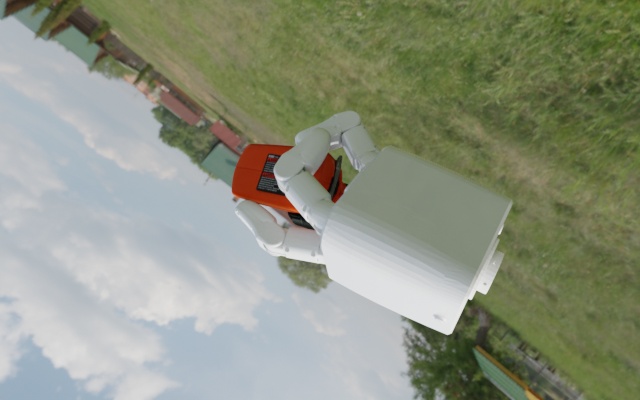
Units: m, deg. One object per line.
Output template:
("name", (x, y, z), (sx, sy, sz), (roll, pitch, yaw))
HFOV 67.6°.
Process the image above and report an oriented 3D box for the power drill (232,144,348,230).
("power drill", (0.000, 0.002, 0.489), (0.184, 0.057, 0.188), (8, -11, 36))
